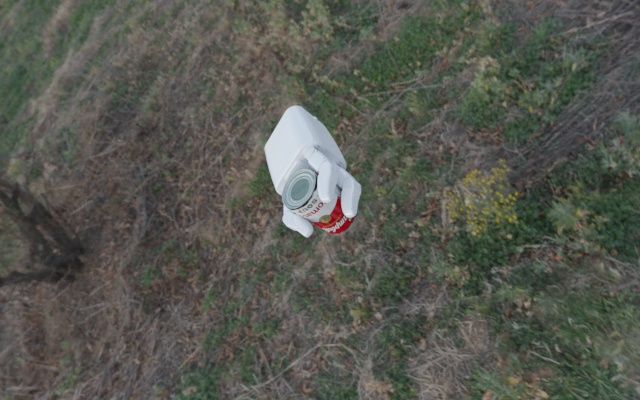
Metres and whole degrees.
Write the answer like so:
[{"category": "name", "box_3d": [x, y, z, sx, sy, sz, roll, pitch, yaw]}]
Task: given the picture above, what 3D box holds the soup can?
[{"category": "soup can", "box_3d": [0.000, 0.003, 0.718, 0.068, 0.068, 0.102, 0, -24, 43]}]
